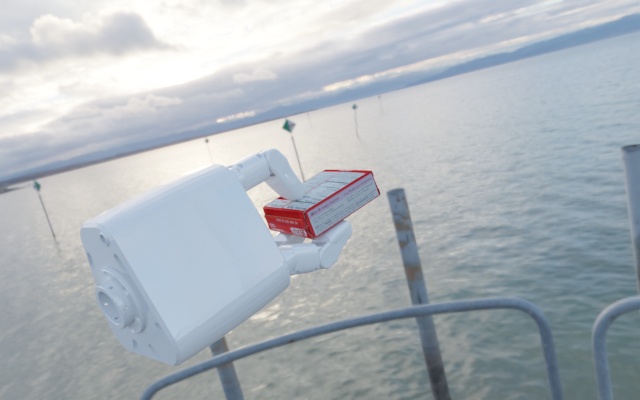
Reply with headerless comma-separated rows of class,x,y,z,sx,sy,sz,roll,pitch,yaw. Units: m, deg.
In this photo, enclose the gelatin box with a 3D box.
gelatin box,0.000,0.001,0.455,0.089,0.030,0.073,-33,22,-30
